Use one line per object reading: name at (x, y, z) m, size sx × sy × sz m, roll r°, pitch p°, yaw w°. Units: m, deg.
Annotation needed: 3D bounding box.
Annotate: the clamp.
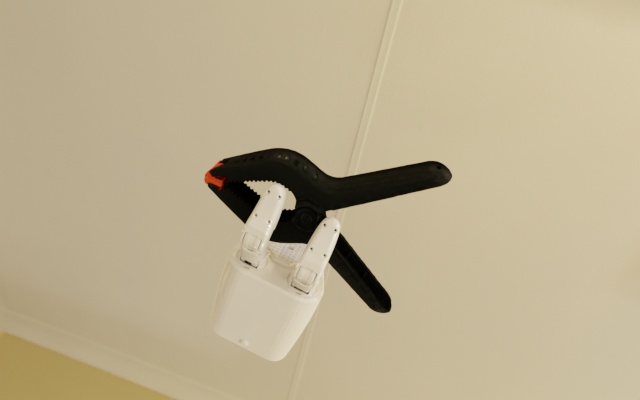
clamp at (0.000, 0.001, 0.427) m, size 0.210 × 0.165 × 0.036 m, roll 26°, pitch 32°, yaw 3°
